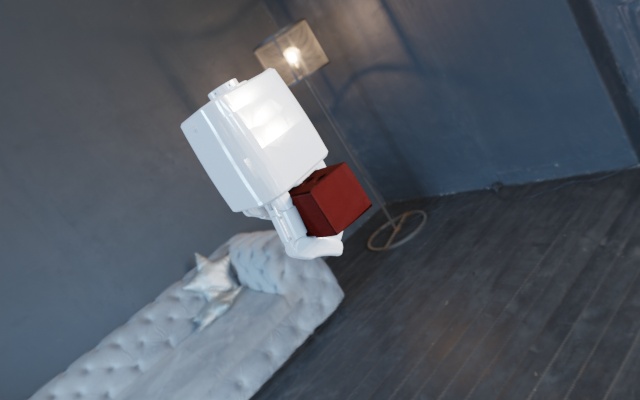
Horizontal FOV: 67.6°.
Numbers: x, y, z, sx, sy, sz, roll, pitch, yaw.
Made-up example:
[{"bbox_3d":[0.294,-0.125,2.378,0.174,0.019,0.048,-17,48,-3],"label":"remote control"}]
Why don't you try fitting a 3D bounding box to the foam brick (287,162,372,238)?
[{"bbox_3d":[0.000,0.002,0.472,0.053,0.051,0.078,-39,15,-30],"label":"foam brick"}]
